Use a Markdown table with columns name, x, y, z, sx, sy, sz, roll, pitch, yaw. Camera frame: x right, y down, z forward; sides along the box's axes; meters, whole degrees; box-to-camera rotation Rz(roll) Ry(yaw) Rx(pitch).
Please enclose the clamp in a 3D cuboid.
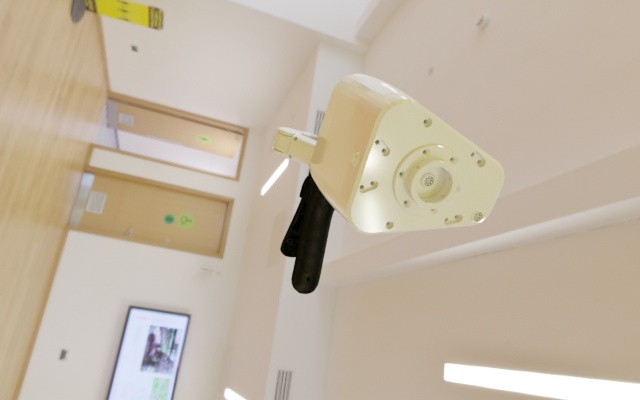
| name | x | y | z | sx | sy | sz | roll | pitch | yaw |
| --- | --- | --- | --- | --- | --- | --- | --- | --- | --- |
| clamp | 0.001 | 0.001 | 0.453 | 0.039 | 0.171 | 0.120 | 13 | 17 | -18 |
